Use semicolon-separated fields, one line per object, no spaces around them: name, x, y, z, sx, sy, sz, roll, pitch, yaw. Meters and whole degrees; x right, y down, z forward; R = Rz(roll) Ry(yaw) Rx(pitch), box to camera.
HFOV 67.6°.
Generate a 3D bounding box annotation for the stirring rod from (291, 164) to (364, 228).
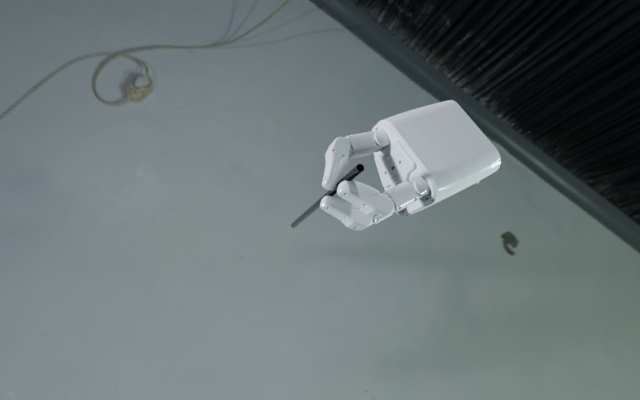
stirring rod;0.000;0.002;0.564;0.011;0.011;0.239;0;-16;-19
